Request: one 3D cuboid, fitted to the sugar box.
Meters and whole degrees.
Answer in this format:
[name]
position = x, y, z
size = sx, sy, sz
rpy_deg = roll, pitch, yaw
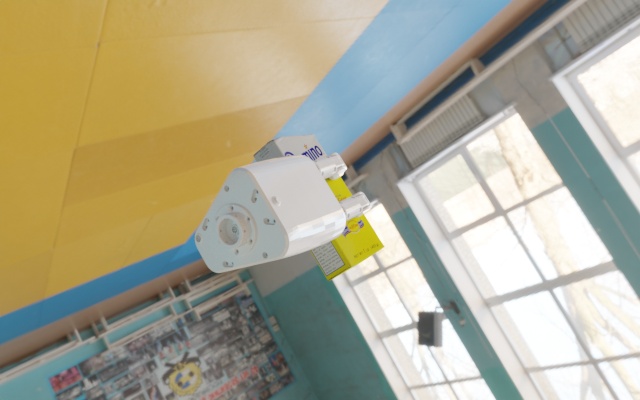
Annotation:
[sugar box]
position = 0.000, 0.002, 0.586
size = 0.048, 0.176, 0.093
rpy_deg = -35, -9, 32
